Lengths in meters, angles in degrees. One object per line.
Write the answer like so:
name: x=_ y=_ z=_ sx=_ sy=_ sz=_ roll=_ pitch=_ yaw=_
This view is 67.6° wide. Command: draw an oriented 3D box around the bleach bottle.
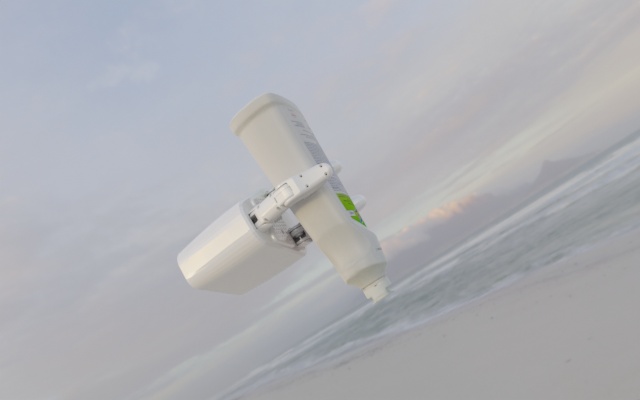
bleach bottle: x=0.000 y=0.002 z=0.535 sx=0.068 sy=0.250 sz=0.102 roll=-36 pitch=-13 yaw=18
